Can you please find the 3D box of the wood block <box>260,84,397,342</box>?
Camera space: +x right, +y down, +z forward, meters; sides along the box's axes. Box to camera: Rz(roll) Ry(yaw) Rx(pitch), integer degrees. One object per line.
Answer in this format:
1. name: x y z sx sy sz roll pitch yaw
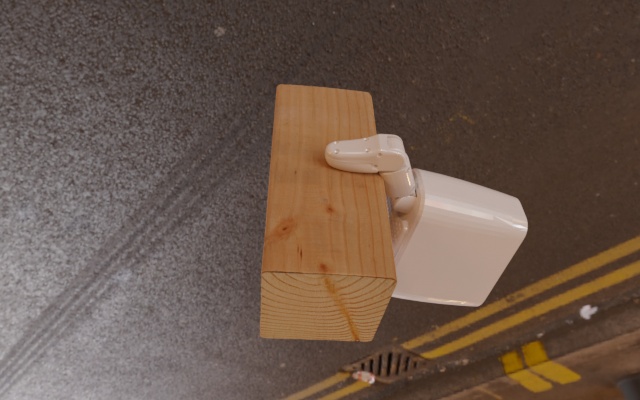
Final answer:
1. wood block: 0.001 0.001 0.403 0.090 0.206 0.091 4 -43 -6
